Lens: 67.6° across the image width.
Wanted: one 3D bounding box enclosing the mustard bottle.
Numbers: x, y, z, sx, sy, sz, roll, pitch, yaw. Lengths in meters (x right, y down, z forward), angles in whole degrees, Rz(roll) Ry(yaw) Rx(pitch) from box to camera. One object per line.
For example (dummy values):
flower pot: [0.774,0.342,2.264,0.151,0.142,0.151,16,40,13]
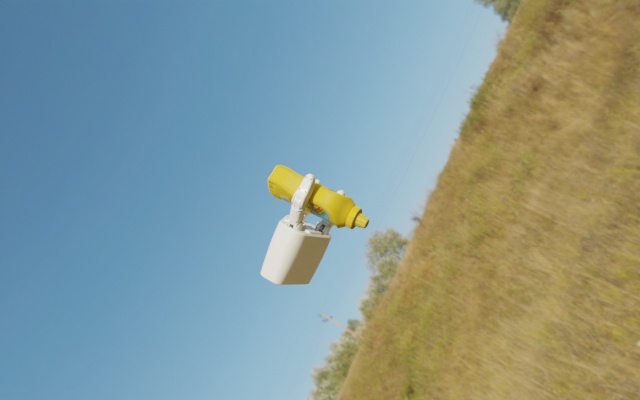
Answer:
mustard bottle: [0.000,0.002,0.866,0.191,0.058,0.096,26,-15,20]
